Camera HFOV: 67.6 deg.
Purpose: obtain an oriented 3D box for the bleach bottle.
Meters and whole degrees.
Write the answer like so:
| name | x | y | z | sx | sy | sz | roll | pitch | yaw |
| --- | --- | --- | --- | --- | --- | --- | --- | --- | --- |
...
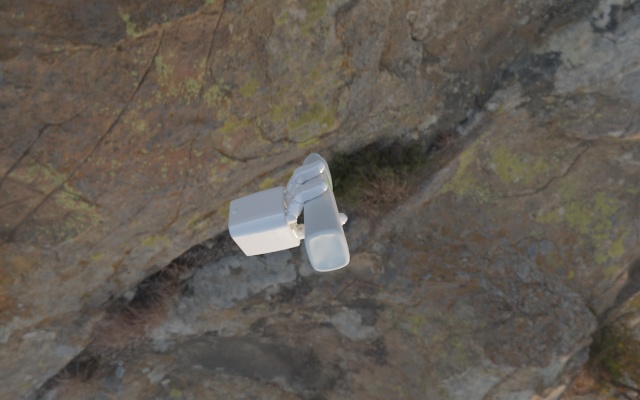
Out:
| name | x | y | z | sx | sy | sz | roll | pitch | yaw |
| --- | --- | --- | --- | --- | --- | --- | --- | --- | --- |
| bleach bottle | 0.000 | 0.003 | 0.880 | 0.068 | 0.103 | 0.250 | -12 | 41 | 4 |
